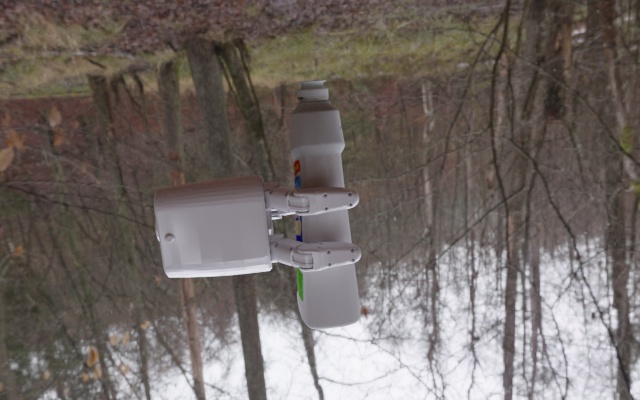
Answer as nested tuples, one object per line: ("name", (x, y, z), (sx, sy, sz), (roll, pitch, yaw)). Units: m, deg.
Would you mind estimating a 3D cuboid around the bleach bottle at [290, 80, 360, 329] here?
("bleach bottle", (0.000, 0.002, 0.509), (0.068, 0.251, 0.102), (-6, 13, -6))
